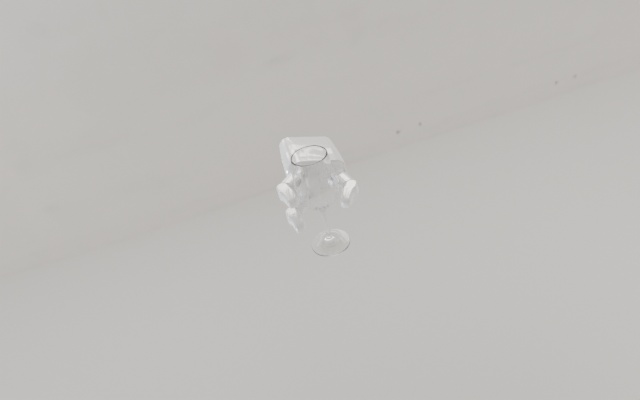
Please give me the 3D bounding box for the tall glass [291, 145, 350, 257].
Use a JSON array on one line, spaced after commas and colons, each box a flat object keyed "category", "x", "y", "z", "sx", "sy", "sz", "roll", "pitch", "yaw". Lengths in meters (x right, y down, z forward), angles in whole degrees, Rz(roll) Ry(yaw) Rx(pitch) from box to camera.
[{"category": "tall glass", "x": 0.000, "y": 0.003, "z": 0.841, "sx": 0.079, "sy": 0.201, "sz": 0.079, "roll": -9, "pitch": 38, "yaw": 7}]
